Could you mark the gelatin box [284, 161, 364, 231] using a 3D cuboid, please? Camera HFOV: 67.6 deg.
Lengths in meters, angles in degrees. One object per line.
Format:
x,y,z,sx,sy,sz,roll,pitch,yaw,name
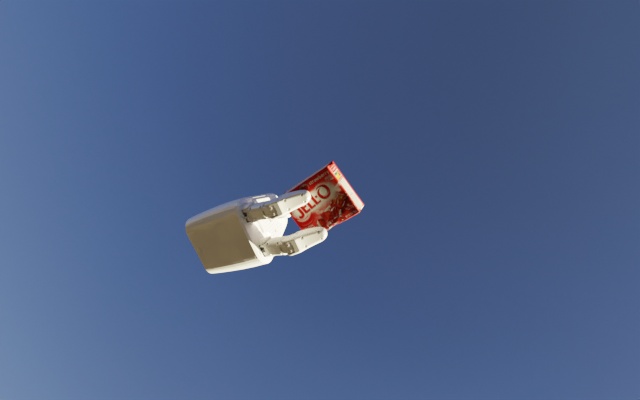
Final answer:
0.001,0.002,0.632,0.089,0.073,0.030,-32,9,26,gelatin box
